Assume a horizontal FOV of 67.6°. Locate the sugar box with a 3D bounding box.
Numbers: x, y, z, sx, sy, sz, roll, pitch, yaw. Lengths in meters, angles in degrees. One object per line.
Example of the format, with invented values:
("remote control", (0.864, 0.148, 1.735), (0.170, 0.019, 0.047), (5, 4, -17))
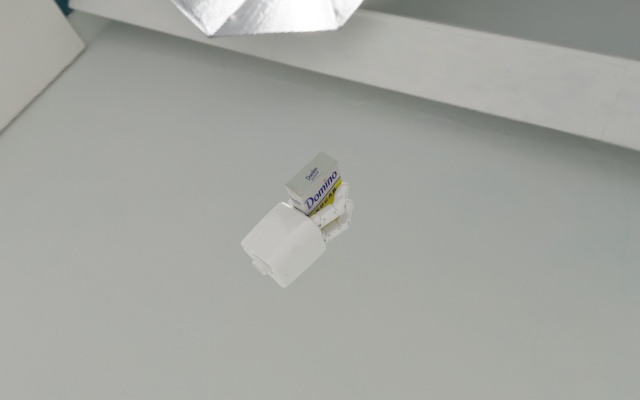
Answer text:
("sugar box", (0.000, 0.003, 0.871), (0.048, 0.093, 0.176), (36, -20, 28))
